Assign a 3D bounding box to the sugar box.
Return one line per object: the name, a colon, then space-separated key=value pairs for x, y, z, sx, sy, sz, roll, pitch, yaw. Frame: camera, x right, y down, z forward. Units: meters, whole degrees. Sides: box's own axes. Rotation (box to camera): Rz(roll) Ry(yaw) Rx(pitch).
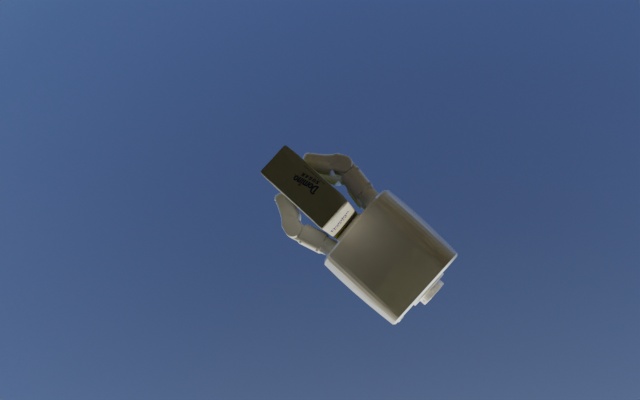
sugar box: x=0.001 y=0.002 z=0.560 sx=0.093 sy=0.048 sz=0.176 roll=42 pitch=-3 yaw=16
